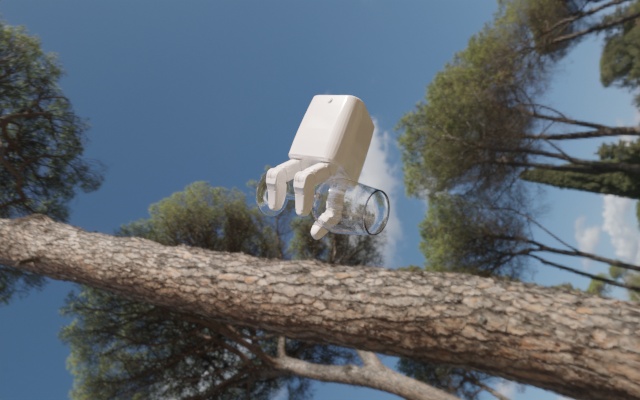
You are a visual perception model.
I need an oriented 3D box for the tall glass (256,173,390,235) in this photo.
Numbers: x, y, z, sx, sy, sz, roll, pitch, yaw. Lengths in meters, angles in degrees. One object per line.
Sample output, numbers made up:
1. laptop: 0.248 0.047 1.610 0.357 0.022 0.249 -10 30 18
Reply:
1. tall glass: 0.000 0.002 0.697 0.201 0.079 0.079 11 7 39
